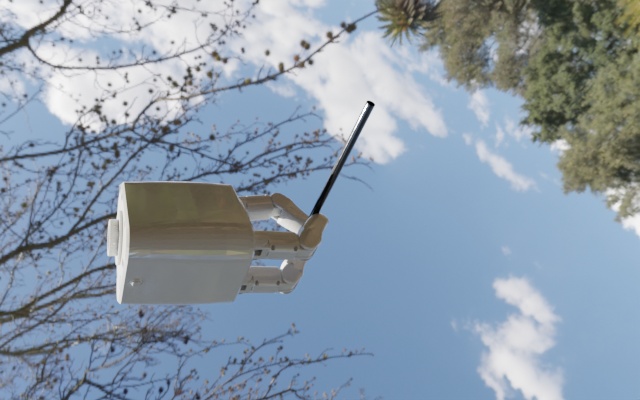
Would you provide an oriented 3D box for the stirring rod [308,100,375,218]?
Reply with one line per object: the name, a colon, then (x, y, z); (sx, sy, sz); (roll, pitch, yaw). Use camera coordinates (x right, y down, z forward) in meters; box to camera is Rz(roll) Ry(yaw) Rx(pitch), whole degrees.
stirring rod: (0.000, 0.001, 0.479); (0.011, 0.011, 0.240); (0, -44, -29)
